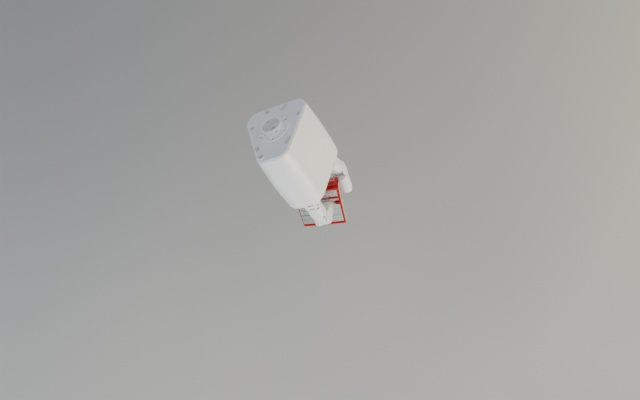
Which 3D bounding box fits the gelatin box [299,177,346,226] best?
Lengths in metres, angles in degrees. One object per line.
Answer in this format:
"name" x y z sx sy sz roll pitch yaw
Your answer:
"gelatin box" 0.000 0.003 0.784 0.073 0.030 0.089 -6 -42 9
